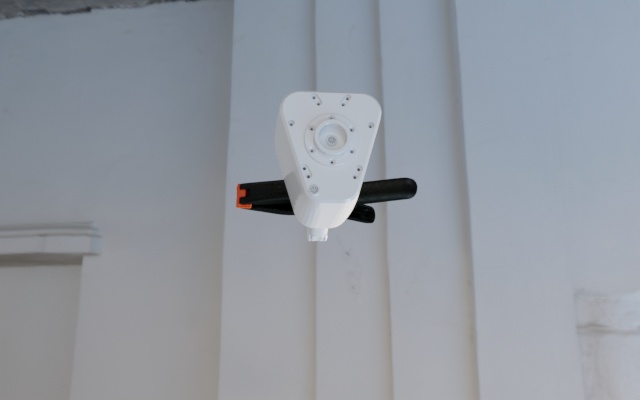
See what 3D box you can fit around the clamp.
[{"bbox_3d":[0.000,0.003,0.611,0.210,0.036,0.164,1,-15,-5],"label":"clamp"}]
